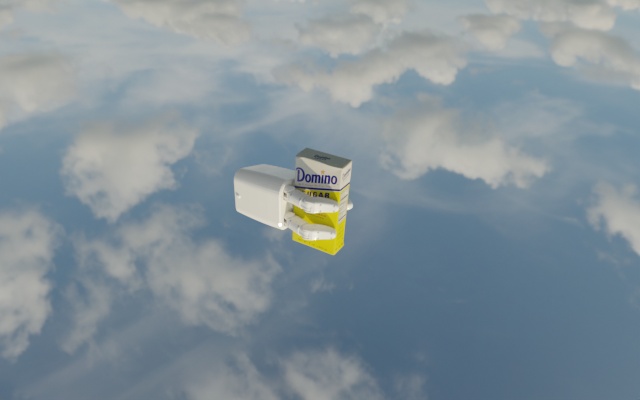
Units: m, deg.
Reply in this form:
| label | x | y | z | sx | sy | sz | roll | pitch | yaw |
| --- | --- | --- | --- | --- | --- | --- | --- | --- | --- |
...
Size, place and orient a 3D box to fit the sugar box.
| label | x | y | z | sx | sy | sz | roll | pitch | yaw |
| --- | --- | --- | --- | --- | --- | --- | --- | --- | --- |
| sugar box | 0.000 | 0.003 | 0.847 | 0.093 | 0.176 | 0.048 | 17 | 35 | 24 |
